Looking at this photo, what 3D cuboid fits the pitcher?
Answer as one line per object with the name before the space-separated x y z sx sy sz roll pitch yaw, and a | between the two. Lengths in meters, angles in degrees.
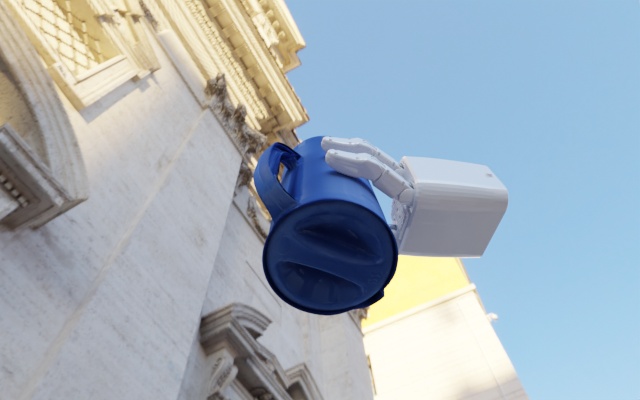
pitcher | 0.000 0.002 0.561 0.145 0.149 0.242 3 26 -4
